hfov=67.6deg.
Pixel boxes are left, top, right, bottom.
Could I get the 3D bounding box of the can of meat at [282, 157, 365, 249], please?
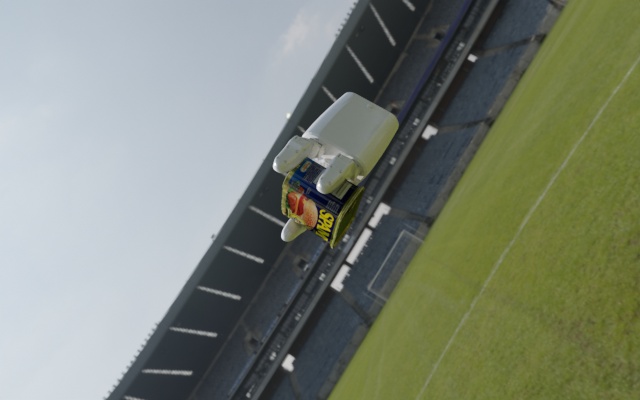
[{"bbox_3d":[0.000,0.002,0.598,0.084,0.057,0.102,32,-28,11],"label":"can of meat"}]
